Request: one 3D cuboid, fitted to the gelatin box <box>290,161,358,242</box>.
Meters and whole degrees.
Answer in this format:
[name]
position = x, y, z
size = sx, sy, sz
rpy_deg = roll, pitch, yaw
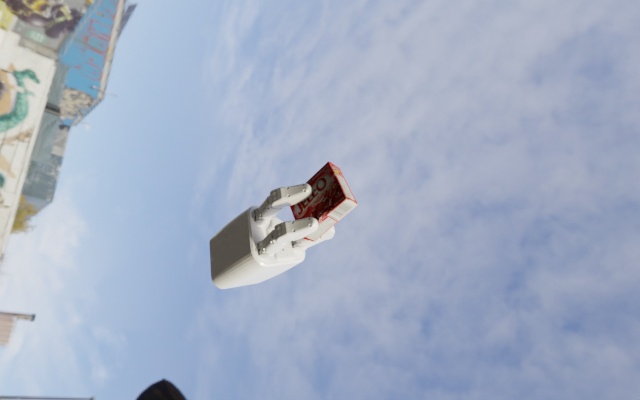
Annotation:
[gelatin box]
position = 0.001, 0.002, 0.663
size = 0.089, 0.073, 0.030
rpy_deg = -41, -41, 21
